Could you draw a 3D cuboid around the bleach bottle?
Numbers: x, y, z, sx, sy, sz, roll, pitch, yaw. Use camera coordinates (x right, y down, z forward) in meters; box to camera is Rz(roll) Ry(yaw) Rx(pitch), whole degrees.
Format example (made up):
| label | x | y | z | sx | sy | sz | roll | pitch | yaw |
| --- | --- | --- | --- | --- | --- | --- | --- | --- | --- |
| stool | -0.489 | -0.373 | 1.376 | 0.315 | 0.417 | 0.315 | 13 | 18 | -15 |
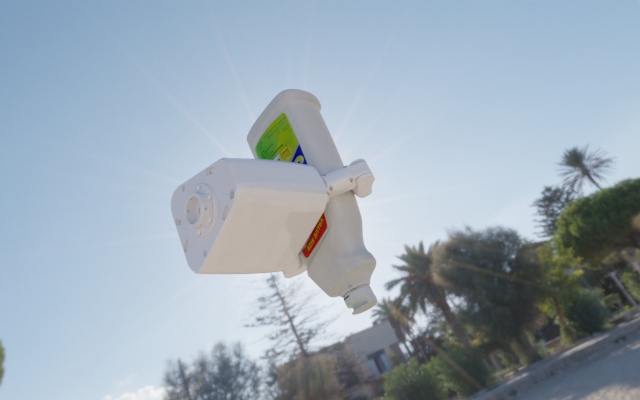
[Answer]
| label | x | y | z | sx | sy | sz | roll | pitch | yaw |
| --- | --- | --- | --- | --- | --- | --- | --- | --- | --- |
| bleach bottle | 0.000 | 0.002 | 0.527 | 0.068 | 0.250 | 0.103 | 4 | -38 | -46 |
